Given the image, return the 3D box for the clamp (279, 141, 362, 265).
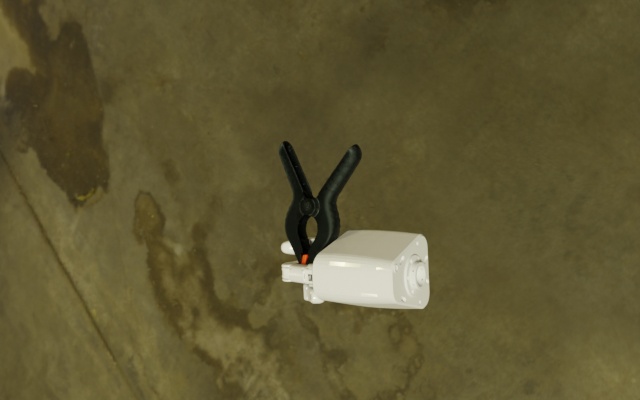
[{"bbox_3d":[0.000,0.002,0.621,0.120,0.171,0.039,-3,0,36],"label":"clamp"}]
